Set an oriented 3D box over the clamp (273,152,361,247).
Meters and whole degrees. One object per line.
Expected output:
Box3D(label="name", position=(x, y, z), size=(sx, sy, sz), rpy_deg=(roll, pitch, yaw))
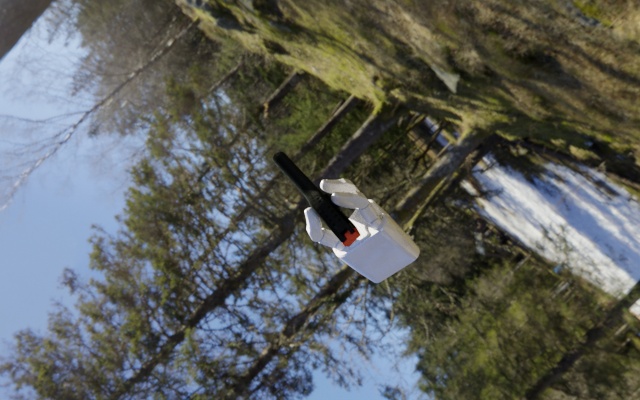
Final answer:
Box3D(label="clamp", position=(0.000, 0.003, 0.772), size=(0.165, 0.036, 0.210), rpy_deg=(41, 6, -30))
